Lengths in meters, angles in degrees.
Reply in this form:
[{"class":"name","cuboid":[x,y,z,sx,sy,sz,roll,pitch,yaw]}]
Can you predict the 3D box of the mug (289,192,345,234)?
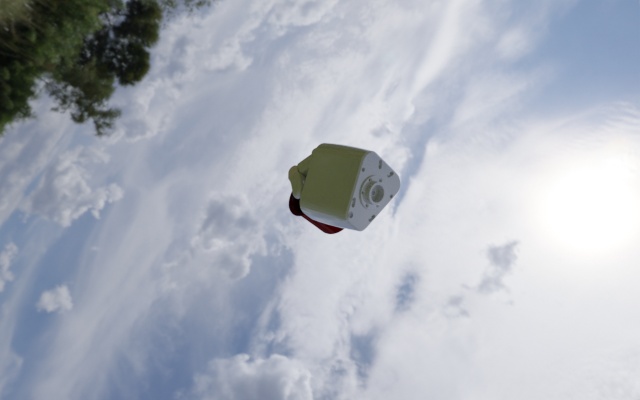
[{"class":"mug","cuboid":[-0.001,0.003,0.816,0.081,0.093,0.117,38,-13,-36]}]
